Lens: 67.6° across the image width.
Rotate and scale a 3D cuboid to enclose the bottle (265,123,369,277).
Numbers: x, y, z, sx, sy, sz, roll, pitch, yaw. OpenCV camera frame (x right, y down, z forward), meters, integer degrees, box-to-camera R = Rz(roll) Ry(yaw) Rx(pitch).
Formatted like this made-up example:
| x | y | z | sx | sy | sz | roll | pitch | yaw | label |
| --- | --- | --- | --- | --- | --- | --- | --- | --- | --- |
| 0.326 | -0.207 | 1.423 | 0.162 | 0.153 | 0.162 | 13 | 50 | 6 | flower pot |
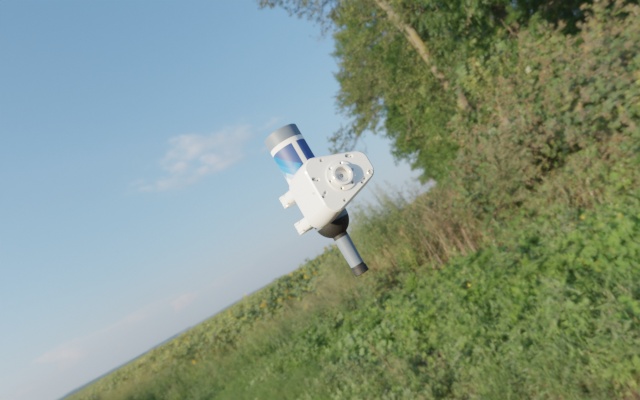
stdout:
| x | y | z | sx | sy | sz | roll | pitch | yaw | label |
| --- | --- | --- | --- | --- | --- | --- | --- | --- | --- |
| 0.000 | 0.003 | 0.862 | 0.069 | 0.295 | 0.069 | -30 | -6 | -3 | bottle |
